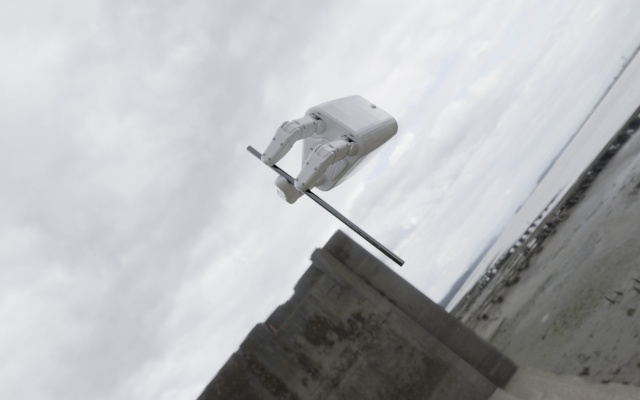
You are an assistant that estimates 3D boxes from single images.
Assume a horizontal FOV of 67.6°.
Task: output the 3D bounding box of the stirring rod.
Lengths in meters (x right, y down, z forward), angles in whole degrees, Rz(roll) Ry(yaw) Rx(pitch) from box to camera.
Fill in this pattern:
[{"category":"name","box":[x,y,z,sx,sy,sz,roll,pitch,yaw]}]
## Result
[{"category":"stirring rod","box":[0.000,0.002,0.563,0.239,0.011,0.011,37,14,19]}]
